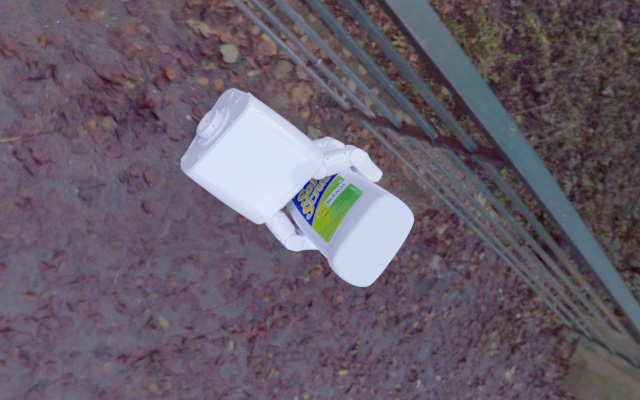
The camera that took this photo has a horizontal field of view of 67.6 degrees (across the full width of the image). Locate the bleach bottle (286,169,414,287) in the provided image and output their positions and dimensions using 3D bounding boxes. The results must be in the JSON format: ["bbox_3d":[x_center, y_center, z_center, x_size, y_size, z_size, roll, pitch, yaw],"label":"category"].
[{"bbox_3d":[0.000,0.002,0.581,0.068,0.102,0.250,37,-2,-34],"label":"bleach bottle"}]
